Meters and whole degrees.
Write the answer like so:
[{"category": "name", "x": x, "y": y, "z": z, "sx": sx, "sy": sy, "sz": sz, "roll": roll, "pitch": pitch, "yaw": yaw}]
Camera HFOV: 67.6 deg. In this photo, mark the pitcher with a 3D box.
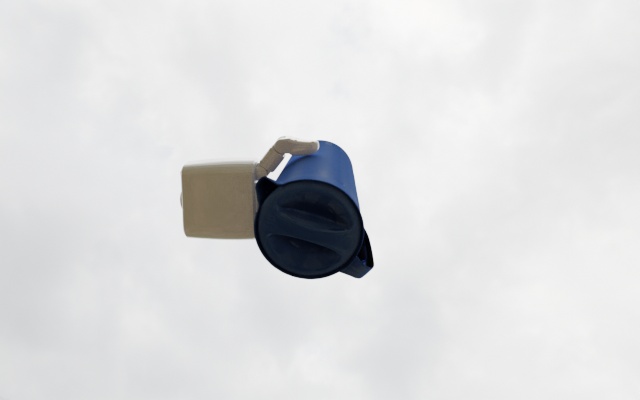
[{"category": "pitcher", "x": 0.000, "y": 0.002, "z": 0.678, "sx": 0.145, "sy": 0.149, "sz": 0.242, "roll": -1, "pitch": 22, "yaw": 5}]
